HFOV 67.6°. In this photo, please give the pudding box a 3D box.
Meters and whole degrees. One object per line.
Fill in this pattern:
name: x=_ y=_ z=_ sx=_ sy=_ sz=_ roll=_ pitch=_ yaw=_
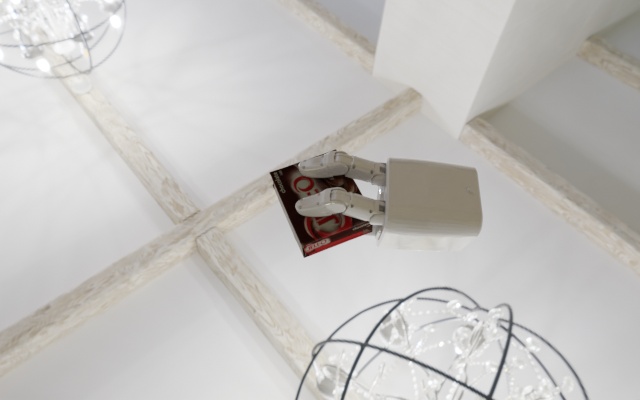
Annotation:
pudding box: x=0.000 y=0.002 z=0.570 sx=0.090 sy=0.113 sz=0.039 roll=-20 pitch=-34 yaw=-12
